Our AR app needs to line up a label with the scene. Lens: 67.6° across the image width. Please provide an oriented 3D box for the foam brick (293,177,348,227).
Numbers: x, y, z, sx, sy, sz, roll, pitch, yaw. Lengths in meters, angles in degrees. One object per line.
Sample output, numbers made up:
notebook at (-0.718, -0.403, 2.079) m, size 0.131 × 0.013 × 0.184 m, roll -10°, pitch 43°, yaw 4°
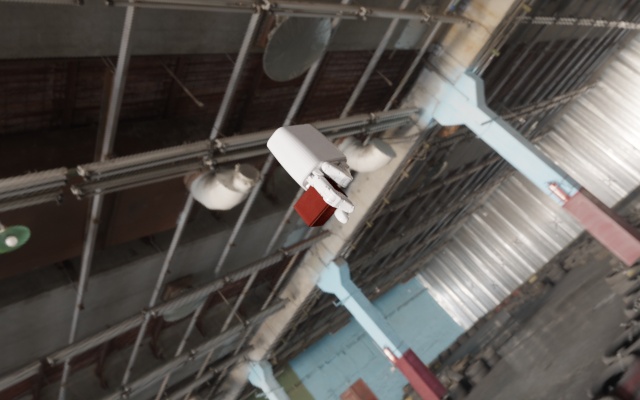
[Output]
foam brick at (0.000, 0.003, 0.864) m, size 0.051 × 0.078 × 0.053 m, roll 47°, pitch 18°, yaw 20°
